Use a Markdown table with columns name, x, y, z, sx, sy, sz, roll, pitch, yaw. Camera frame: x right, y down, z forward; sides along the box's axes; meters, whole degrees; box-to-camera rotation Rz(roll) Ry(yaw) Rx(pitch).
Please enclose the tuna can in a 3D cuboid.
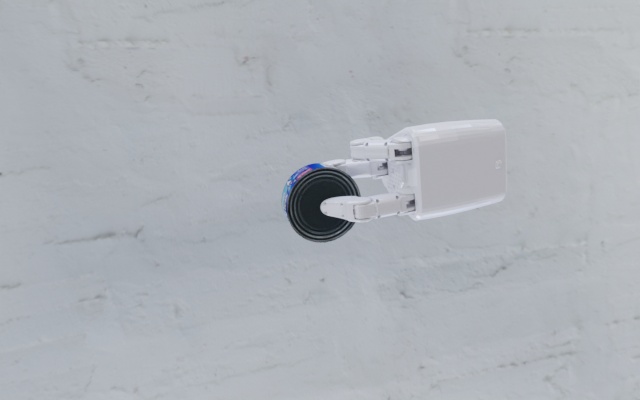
| name | x | y | z | sx | sy | sz | roll | pitch | yaw |
| --- | --- | --- | --- | --- | --- | --- | --- | --- | --- |
| tuna can | 0.000 | 0.002 | 0.537 | 0.086 | 0.086 | 0.033 | 0 | 15 | -18 |
